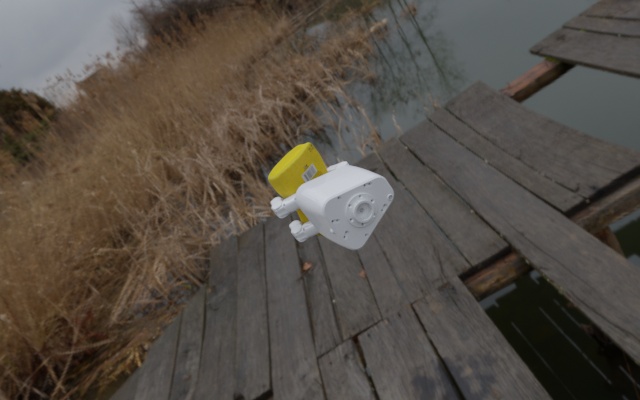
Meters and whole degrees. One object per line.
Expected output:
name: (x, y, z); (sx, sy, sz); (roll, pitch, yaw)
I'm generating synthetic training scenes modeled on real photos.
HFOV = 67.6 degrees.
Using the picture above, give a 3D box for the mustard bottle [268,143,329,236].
mustard bottle: (0.000, 0.002, 0.815); (0.058, 0.192, 0.096); (-8, 36, 50)
